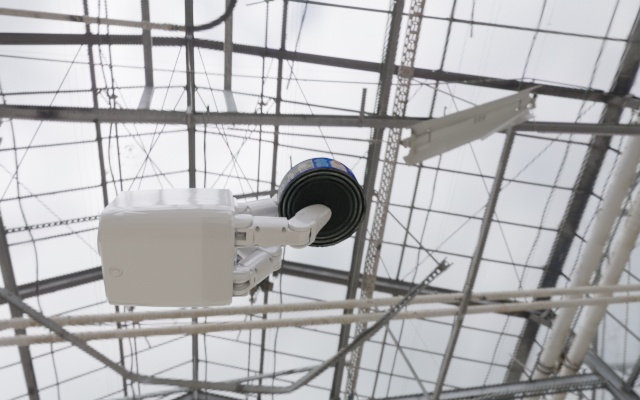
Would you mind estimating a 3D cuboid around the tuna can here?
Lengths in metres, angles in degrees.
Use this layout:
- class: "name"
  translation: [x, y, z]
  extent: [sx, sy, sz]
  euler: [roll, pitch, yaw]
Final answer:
- class: "tuna can"
  translation: [0.000, 0.001, 0.471]
  extent: [0.086, 0.086, 0.033]
  euler: [0, 26, -9]
